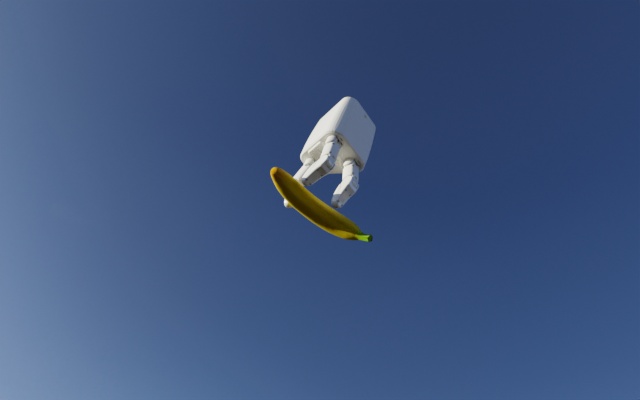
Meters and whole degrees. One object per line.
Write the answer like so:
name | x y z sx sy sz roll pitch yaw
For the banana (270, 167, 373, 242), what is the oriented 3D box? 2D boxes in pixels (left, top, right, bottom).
banana | -0.005 0.011 0.787 0.198 0.037 0.070 34 -31 -9
